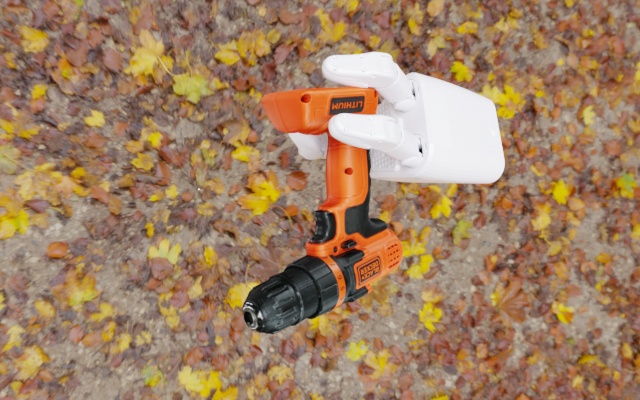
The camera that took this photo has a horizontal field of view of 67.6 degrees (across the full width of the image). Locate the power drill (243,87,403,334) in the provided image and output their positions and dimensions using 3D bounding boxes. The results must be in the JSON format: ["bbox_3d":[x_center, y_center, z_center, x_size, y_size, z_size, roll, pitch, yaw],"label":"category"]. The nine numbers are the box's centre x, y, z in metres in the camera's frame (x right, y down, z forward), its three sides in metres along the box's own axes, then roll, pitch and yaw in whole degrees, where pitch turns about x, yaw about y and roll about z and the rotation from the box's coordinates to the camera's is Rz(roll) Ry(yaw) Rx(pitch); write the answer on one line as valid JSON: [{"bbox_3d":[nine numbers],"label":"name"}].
[{"bbox_3d":[0.000,0.001,0.406,0.057,0.188,0.184,6,16,41],"label":"power drill"}]
